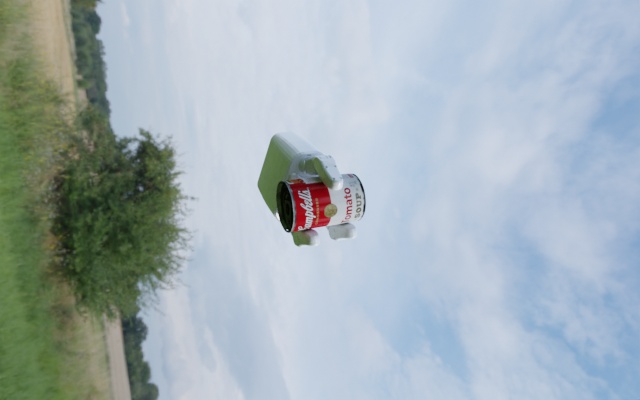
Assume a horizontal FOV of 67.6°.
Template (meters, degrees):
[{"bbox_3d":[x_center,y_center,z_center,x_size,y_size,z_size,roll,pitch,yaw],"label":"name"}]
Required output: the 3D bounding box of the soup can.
[{"bbox_3d":[0.001,0.002,0.631,0.102,0.068,0.068,-8,3,-22],"label":"soup can"}]
